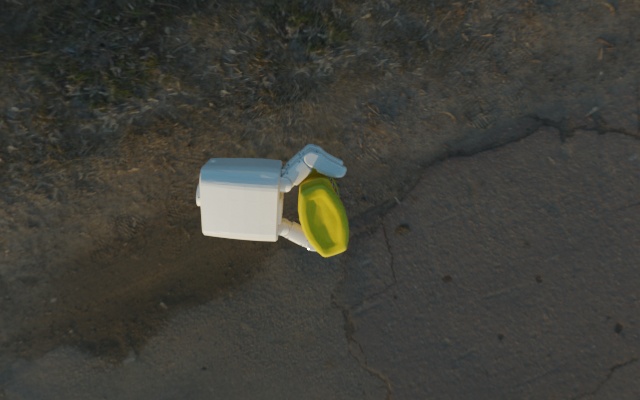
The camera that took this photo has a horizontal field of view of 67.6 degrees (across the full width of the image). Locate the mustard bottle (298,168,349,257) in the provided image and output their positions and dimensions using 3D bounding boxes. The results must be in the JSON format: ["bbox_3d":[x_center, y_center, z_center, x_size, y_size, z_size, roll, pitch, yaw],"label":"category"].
[{"bbox_3d":[0.000,0.002,0.676,0.058,0.096,0.191,-20,15,3],"label":"mustard bottle"}]
